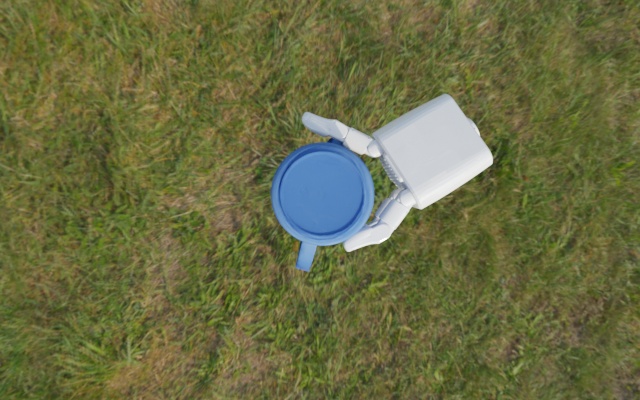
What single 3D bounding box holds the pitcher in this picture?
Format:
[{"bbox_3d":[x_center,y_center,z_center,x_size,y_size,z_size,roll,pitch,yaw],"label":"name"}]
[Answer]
[{"bbox_3d":[0.000,0.002,0.605,0.145,0.149,0.243,-29,1,1],"label":"pitcher"}]
